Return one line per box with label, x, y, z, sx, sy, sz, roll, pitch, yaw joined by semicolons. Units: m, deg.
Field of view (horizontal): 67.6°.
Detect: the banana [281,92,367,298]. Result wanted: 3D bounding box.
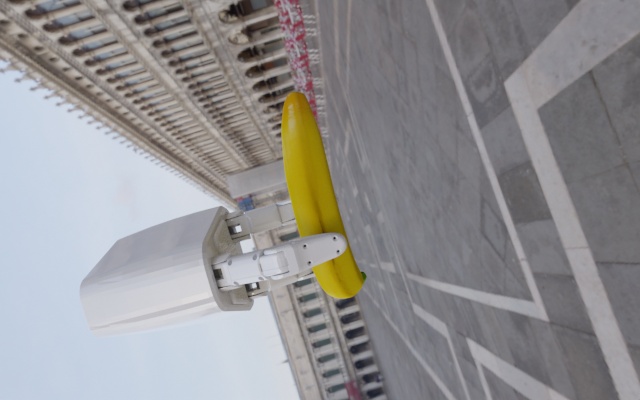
banana;0.001;0.013;0.390;0.037;0.198;0.069;-14;29;8
